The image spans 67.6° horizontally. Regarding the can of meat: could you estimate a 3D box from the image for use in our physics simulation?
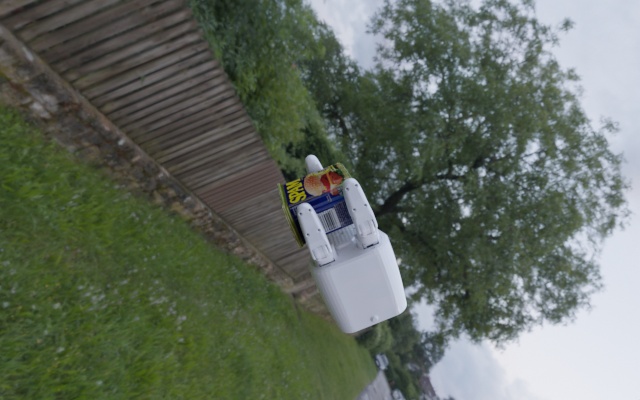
[{"bbox_3d":[0.000,0.002,0.563,0.084,0.057,0.102,-22,23,0],"label":"can of meat"}]
